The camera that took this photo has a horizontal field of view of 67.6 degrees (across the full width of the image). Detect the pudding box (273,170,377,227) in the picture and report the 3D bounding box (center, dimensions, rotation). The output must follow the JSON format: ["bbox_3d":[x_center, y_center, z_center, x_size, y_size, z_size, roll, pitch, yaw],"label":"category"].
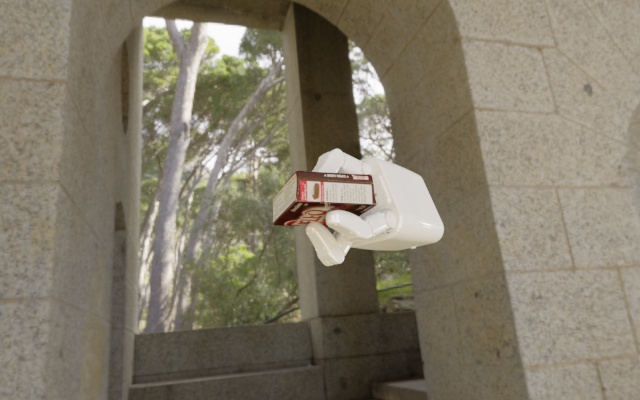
[{"bbox_3d":[0.000,0.002,0.543,0.090,0.039,0.113,1,-18,-18],"label":"pudding box"}]
